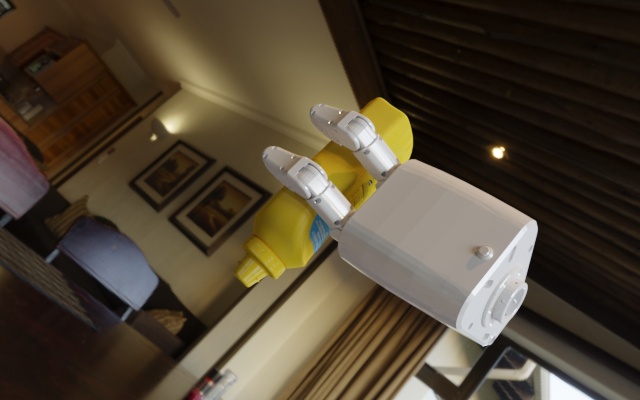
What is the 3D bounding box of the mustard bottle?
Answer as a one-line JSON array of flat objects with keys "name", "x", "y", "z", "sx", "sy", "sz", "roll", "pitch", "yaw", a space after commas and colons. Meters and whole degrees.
[{"name": "mustard bottle", "x": 0.000, "y": 0.001, "z": 0.418, "sx": 0.058, "sy": 0.191, "sz": 0.096, "roll": 40, "pitch": -17, "yaw": 16}]
